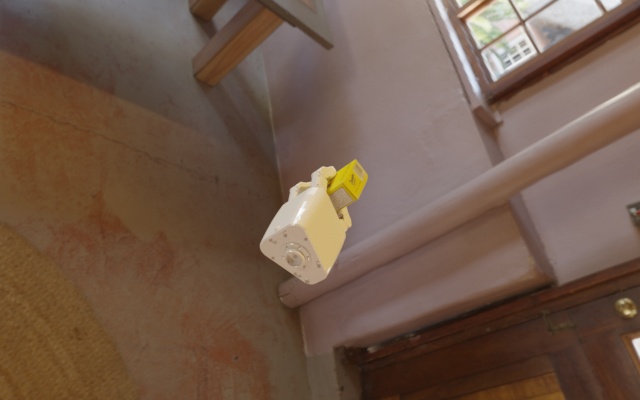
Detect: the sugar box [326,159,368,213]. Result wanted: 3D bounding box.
[{"bbox_3d":[0.000,0.002,0.862,0.176,0.048,0.093,-31,16,31],"label":"sugar box"}]
